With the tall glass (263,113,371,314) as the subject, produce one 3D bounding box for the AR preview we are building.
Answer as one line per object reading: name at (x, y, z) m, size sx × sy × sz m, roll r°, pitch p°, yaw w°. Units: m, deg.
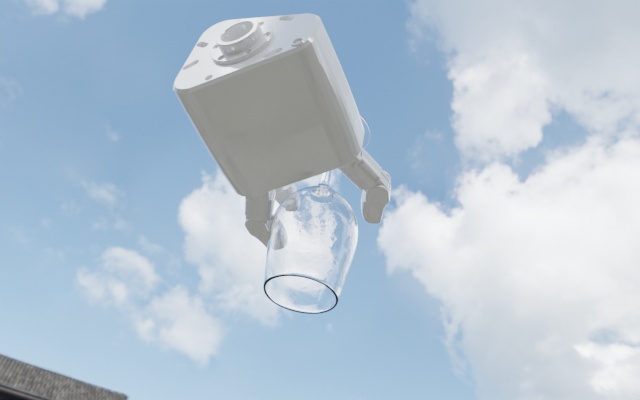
tall glass at (0.000, 0.001, 0.447) m, size 0.079 × 0.201 × 0.079 m, roll 7°, pitch -39°, yaw 6°
